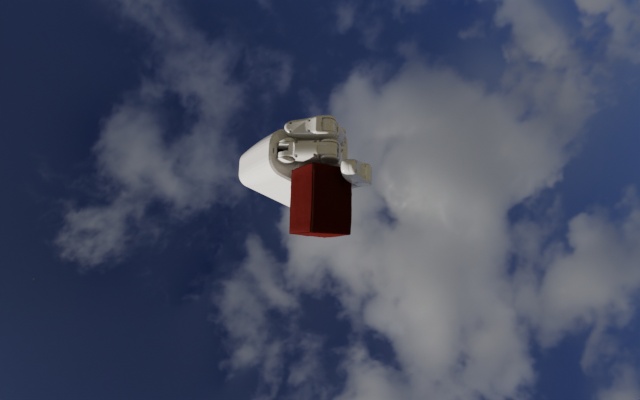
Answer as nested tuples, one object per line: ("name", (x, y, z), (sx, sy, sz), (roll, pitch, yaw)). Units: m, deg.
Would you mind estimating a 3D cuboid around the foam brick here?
("foam brick", (0.000, 0.002, 0.540), (0.053, 0.078, 0.051), (8, -12, -31))
